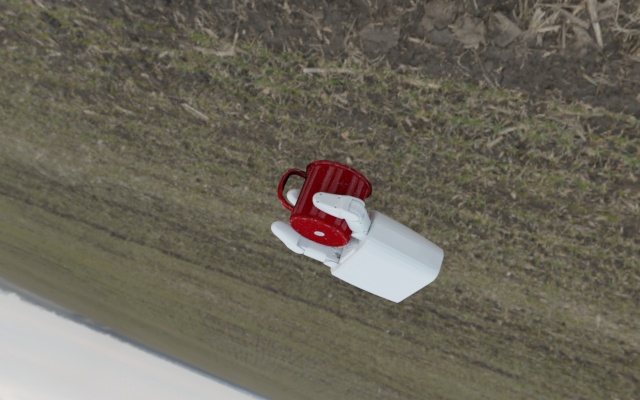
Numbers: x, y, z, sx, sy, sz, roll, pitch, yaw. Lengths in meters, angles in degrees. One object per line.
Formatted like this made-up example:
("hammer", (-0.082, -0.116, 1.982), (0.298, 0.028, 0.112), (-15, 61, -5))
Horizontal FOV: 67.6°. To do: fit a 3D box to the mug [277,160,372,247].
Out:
("mug", (-0.001, 0.002, 0.612), (0.117, 0.081, 0.093), (27, -24, -10))
